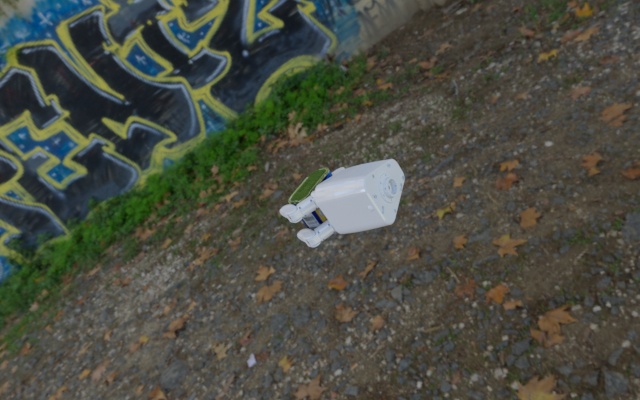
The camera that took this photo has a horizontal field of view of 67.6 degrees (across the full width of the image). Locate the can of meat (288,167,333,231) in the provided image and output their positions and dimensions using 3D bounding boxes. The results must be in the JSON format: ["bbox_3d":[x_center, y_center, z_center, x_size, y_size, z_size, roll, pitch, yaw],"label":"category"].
[{"bbox_3d":[0.000,0.003,0.857,0.057,0.084,0.102,-10,33,45],"label":"can of meat"}]
